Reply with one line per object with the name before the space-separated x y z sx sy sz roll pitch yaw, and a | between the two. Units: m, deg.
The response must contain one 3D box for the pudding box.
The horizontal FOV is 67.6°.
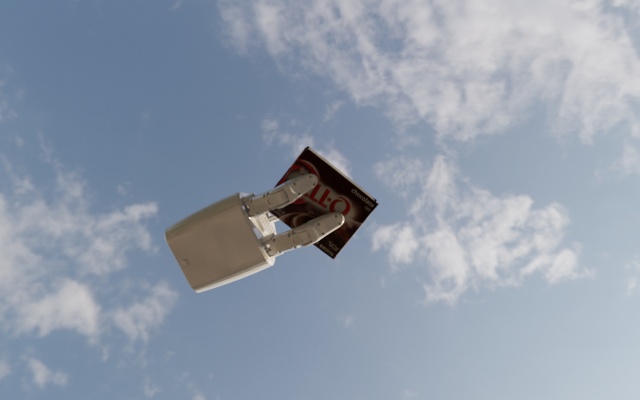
pudding box | 0.000 0.002 0.587 0.113 0.090 0.039 37 11 -7
